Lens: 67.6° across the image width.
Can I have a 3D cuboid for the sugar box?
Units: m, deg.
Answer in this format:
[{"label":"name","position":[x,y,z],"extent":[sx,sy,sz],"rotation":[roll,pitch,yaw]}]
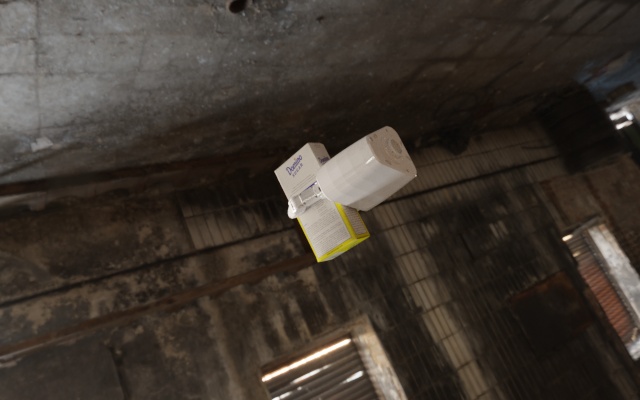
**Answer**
[{"label":"sugar box","position":[0.001,0.003,0.782],"extent":[0.093,0.176,0.048],"rotation":[-35,-19,35]}]
